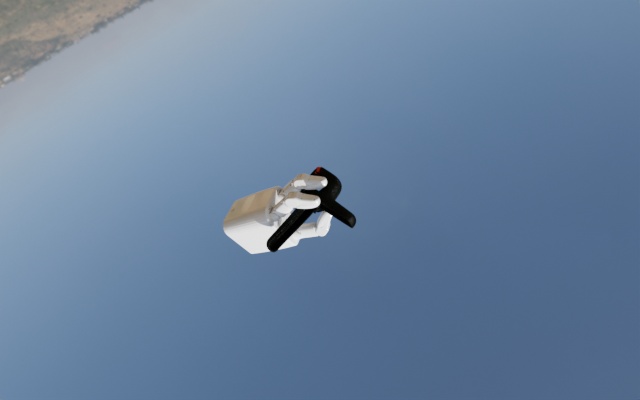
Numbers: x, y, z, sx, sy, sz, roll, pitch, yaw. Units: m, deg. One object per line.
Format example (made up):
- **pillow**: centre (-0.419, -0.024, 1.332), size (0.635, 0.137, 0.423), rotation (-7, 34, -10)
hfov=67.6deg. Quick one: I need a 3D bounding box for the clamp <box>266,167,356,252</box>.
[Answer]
- **clamp**: centre (0.000, 0.003, 0.861), size (0.164, 0.036, 0.209), rotation (-14, 33, 25)
